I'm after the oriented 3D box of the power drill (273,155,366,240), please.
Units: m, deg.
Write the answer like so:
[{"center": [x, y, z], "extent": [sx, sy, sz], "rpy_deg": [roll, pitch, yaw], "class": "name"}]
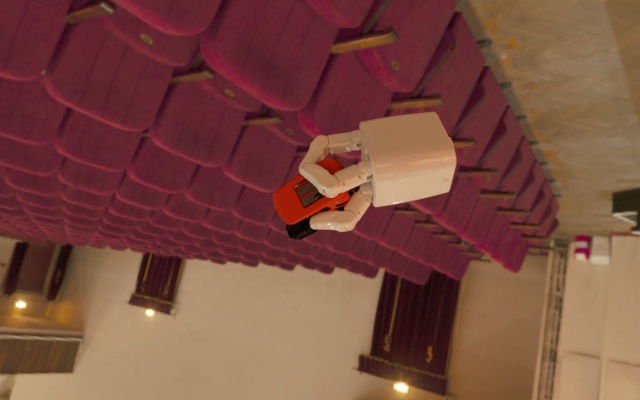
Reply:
[{"center": [0.000, 0.002, 0.714], "extent": [0.184, 0.057, 0.187], "rpy_deg": [-34, -13, 13], "class": "power drill"}]
